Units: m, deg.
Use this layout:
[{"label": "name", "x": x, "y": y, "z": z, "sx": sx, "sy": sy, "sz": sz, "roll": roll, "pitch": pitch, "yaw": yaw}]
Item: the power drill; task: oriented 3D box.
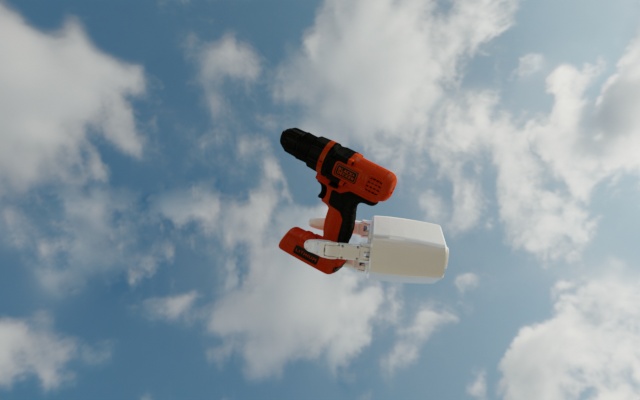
[{"label": "power drill", "x": 0.000, "y": 0.003, "z": 0.712, "sx": 0.184, "sy": 0.188, "sz": 0.057, "roll": 28, "pitch": 27, "yaw": 16}]
